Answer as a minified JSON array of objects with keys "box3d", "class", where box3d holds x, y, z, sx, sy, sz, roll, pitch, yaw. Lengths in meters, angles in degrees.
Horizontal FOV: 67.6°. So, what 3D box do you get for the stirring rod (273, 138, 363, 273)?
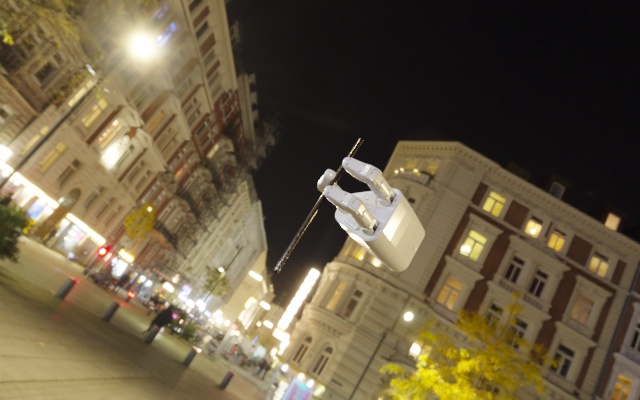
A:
[{"box3d":[0.000,0.002,0.693,0.011,0.239,0.011,29,-20,11],"class":"stirring rod"}]
